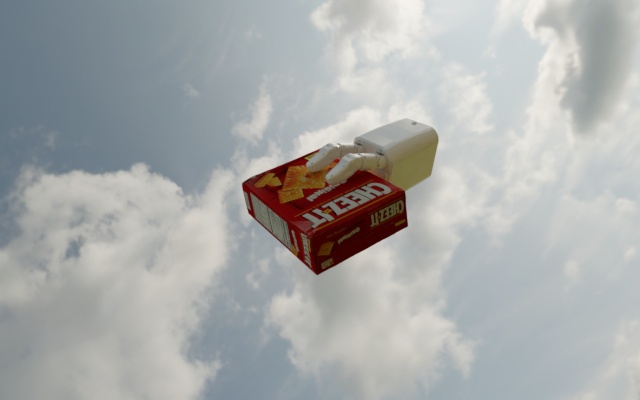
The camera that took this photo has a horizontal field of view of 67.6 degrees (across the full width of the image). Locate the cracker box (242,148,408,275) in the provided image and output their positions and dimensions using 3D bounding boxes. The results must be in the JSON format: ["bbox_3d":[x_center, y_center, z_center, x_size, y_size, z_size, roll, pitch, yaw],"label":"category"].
[{"bbox_3d":[0.000,0.002,0.726,0.164,0.072,0.213,-25,34,-24],"label":"cracker box"}]
